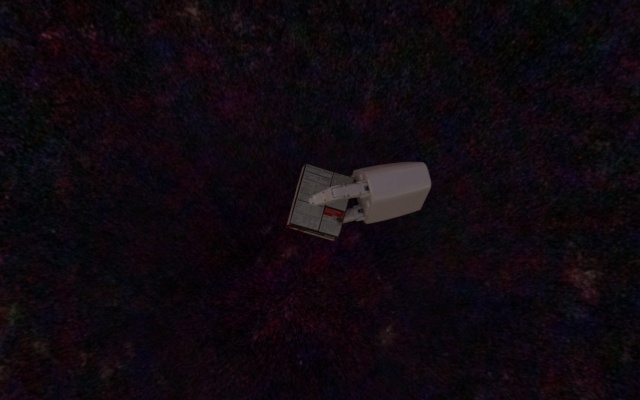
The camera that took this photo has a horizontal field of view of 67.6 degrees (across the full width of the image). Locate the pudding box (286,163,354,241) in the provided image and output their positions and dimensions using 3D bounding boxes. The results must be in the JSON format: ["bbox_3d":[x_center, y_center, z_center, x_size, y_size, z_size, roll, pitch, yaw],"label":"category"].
[{"bbox_3d":[0.000,0.003,0.807,0.090,0.113,0.039,16,-14,-5],"label":"pudding box"}]
